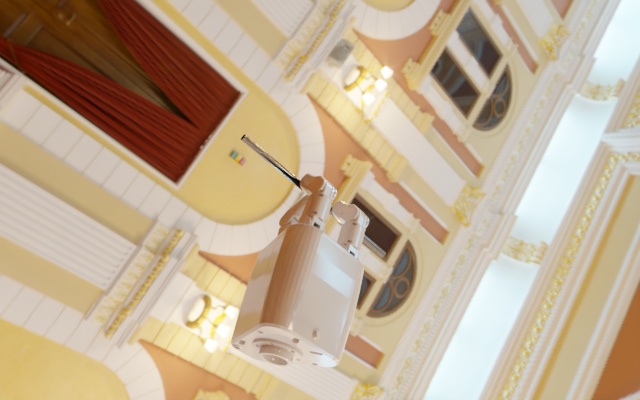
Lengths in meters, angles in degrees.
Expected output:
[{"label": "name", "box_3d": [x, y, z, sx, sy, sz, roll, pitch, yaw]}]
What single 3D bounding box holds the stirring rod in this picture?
[{"label": "stirring rod", "box_3d": [0.000, 0.002, 0.556, 0.240, 0.011, 0.011, 40, -22, -29]}]
